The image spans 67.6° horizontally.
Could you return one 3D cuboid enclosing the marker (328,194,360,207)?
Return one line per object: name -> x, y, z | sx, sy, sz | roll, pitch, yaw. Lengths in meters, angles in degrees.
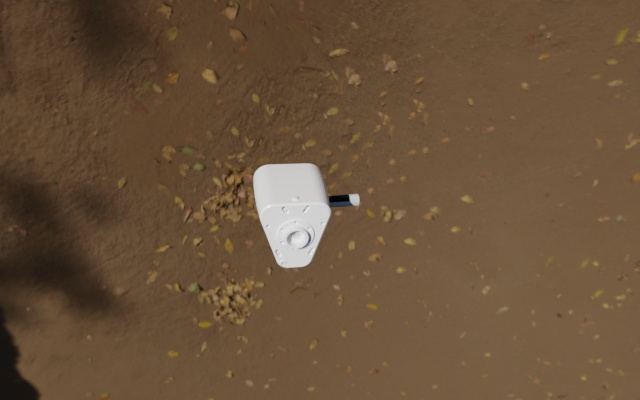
marker -> 0.000, 0.002, 0.744 | 0.121, 0.020, 0.020 | -3, 0, -9
